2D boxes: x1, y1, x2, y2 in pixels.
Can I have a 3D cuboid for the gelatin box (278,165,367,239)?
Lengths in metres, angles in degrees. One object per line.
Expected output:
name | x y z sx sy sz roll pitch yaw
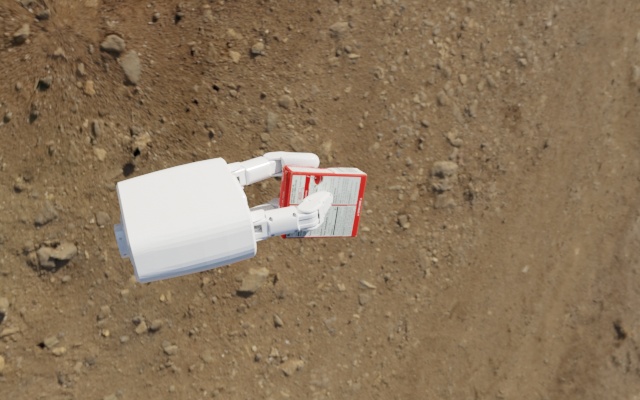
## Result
gelatin box | 0.001 0.002 0.512 0.089 0.073 0.030 1 19 -21
